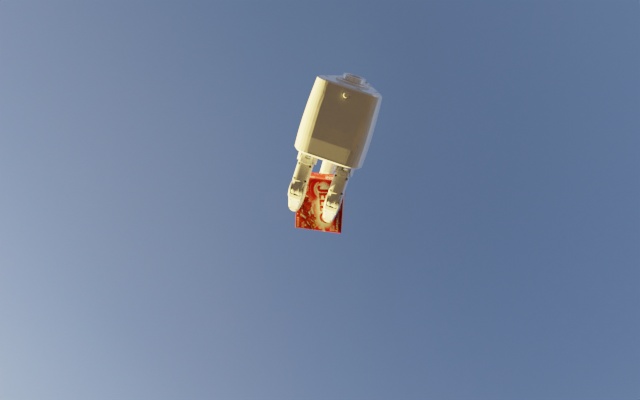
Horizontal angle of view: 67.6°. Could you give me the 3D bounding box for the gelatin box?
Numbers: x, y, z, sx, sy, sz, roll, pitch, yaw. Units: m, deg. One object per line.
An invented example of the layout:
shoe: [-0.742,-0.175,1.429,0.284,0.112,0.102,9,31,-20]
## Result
gelatin box: [0.000,0.003,0.734,0.073,0.089,0.030,7,25,8]
